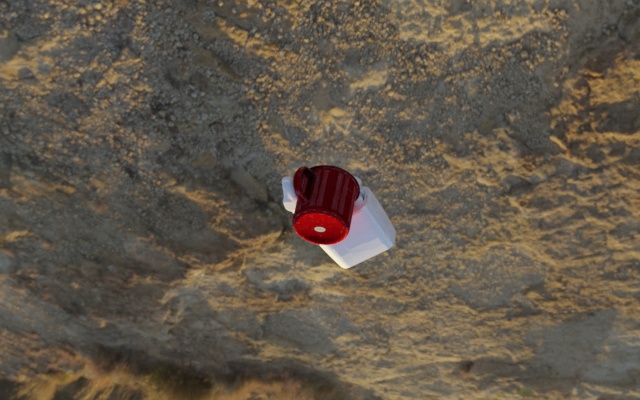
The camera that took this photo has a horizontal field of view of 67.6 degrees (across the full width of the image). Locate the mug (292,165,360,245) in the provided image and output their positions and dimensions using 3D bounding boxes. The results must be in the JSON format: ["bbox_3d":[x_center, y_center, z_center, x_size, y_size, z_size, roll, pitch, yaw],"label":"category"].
[{"bbox_3d":[-0.001,0.001,0.678,0.093,0.081,0.117,-16,-49,29],"label":"mug"}]
